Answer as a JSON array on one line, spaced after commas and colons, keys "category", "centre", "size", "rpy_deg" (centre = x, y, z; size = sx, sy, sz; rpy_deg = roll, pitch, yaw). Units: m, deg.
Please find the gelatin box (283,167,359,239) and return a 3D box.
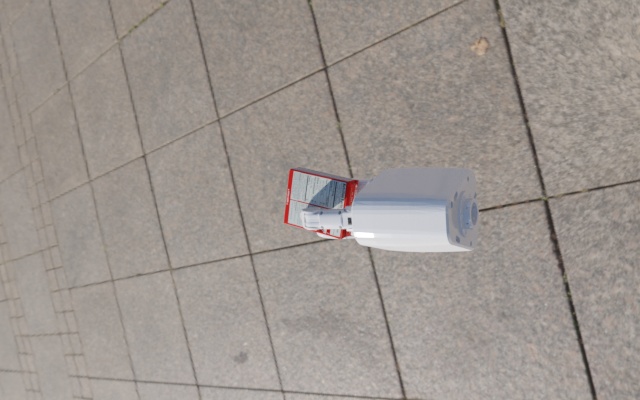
[{"category": "gelatin box", "centre": [0.000, 0.002, 0.601], "size": [0.089, 0.073, 0.030], "rpy_deg": [14, 15, 27]}]
